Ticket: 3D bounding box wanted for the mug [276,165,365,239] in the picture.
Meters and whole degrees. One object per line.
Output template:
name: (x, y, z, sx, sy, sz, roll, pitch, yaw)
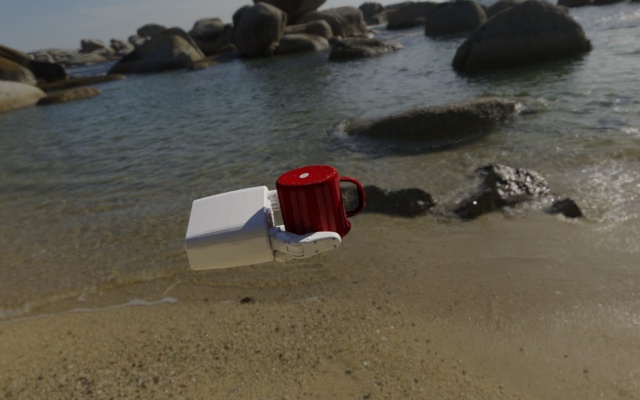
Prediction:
mug: (0.001, 0.002, 0.619, 0.117, 0.081, 0.093, -11, 21, 0)
